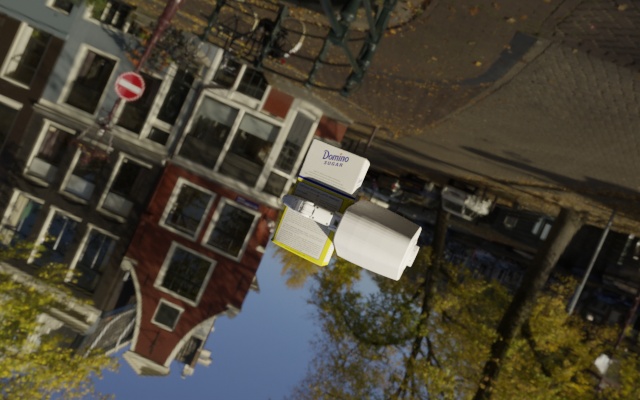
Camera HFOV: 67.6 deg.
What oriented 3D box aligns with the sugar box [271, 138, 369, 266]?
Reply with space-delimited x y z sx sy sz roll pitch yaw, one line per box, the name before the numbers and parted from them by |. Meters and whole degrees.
sugar box | 0.000 0.003 0.744 0.093 0.176 0.048 24 0 15
